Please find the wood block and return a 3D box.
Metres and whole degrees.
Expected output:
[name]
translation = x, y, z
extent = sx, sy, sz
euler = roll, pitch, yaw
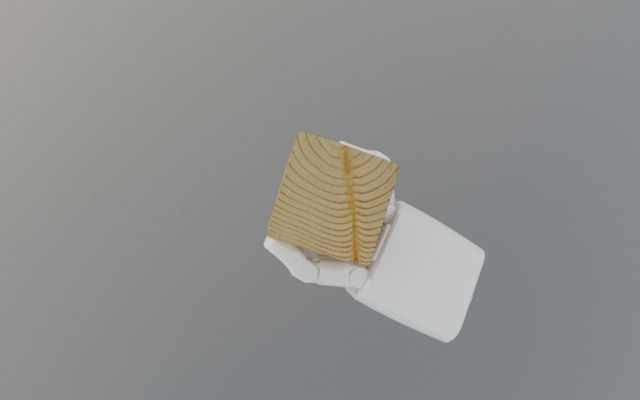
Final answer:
[wood block]
translation = 0.001, 0.001, 0.483
extent = 0.090, 0.091, 0.206
euler = 18, -3, -5
